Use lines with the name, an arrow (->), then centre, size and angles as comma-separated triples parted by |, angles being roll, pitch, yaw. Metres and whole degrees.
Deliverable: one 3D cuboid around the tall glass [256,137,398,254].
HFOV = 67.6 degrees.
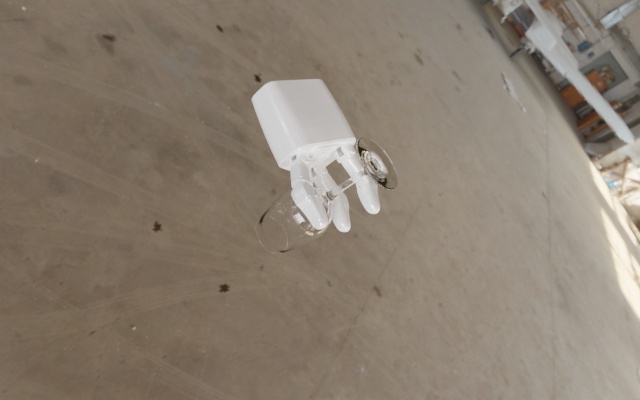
tall glass -> 0.001, 0.002, 0.629 | 0.201, 0.079, 0.079 | -35, -20, 32
